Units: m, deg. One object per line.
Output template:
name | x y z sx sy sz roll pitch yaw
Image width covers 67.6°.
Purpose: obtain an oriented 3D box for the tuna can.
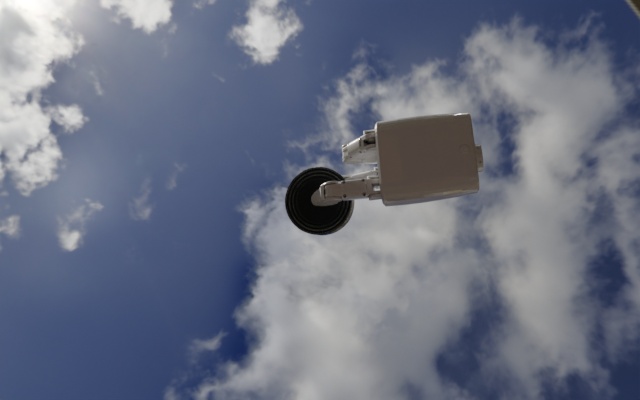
tuna can | 0.000 0.002 0.613 0.086 0.086 0.034 0 -7 12
